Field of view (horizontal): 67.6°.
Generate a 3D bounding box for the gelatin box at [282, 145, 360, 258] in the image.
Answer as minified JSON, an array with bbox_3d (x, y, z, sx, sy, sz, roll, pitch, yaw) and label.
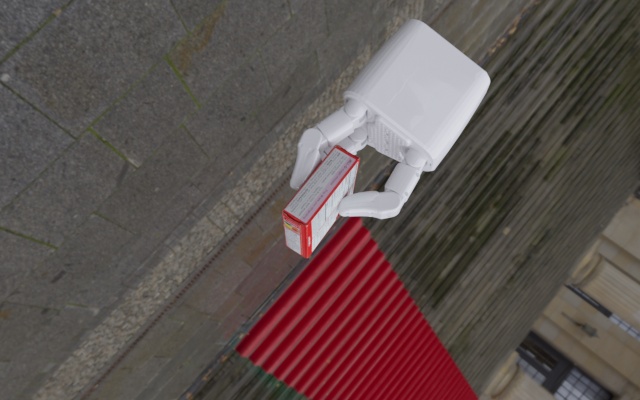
[{"bbox_3d":[0.000,0.002,0.455,0.030,0.089,0.073,31,-25,14],"label":"gelatin box"}]
